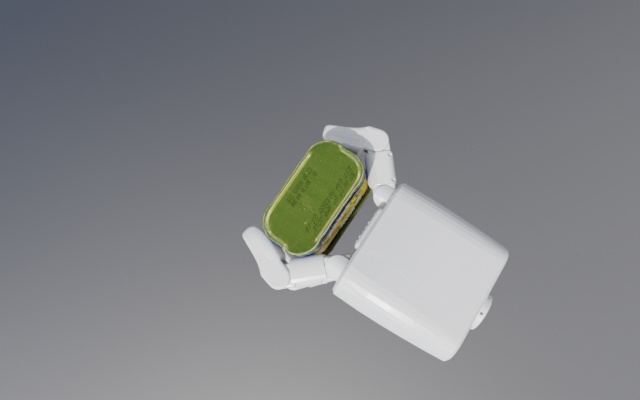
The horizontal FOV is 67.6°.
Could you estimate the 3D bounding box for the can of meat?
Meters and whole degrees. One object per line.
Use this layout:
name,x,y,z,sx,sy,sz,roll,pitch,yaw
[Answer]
can of meat,0.000,0.001,0.423,0.057,0.102,0.084,34,0,10
